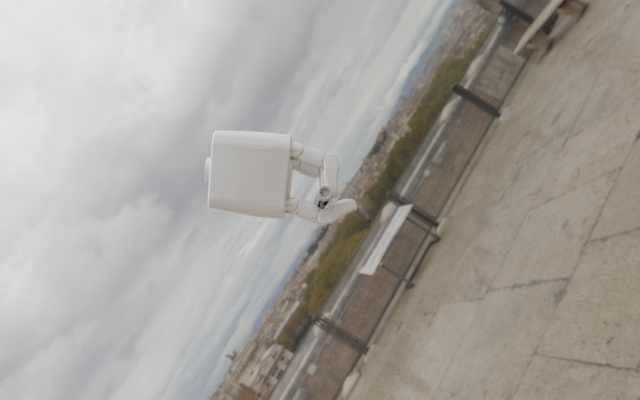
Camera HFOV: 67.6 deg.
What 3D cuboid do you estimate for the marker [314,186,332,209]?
[{"bbox_3d":[0.000,0.002,0.665,0.020,0.020,0.121,0,-12,-6],"label":"marker"}]
